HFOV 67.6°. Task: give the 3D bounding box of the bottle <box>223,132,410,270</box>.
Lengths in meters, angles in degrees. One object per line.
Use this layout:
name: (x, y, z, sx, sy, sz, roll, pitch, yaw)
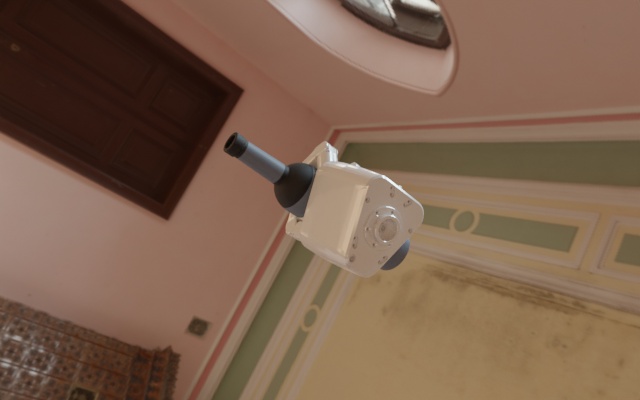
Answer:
bottle: (0.000, 0.002, 0.632, 0.296, 0.069, 0.069, 34, -19, -30)
